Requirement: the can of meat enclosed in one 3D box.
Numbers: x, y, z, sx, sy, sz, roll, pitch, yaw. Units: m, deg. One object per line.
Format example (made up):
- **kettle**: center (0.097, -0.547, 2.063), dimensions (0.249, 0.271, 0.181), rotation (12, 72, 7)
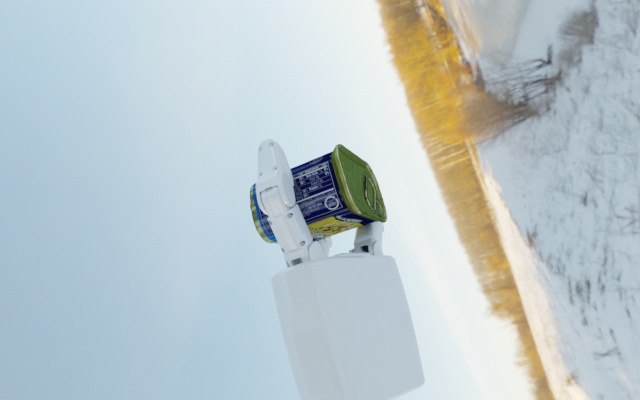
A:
- **can of meat**: center (0.000, 0.001, 0.405), dimensions (0.084, 0.057, 0.102), rotation (-21, -15, 19)
